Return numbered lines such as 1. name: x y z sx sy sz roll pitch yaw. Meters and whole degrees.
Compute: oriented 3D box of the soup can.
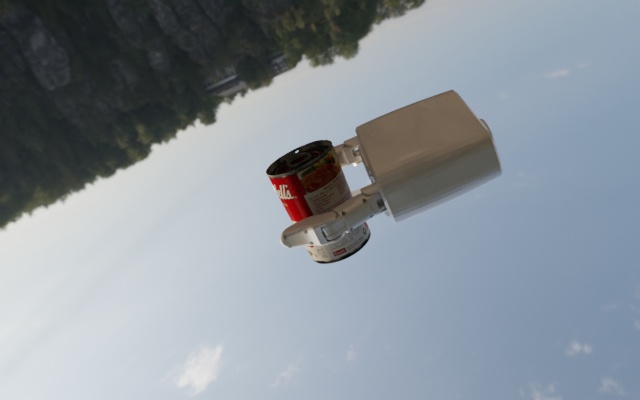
1. soup can: 0.000 0.002 0.464 0.068 0.102 0.068 -22 21 9
